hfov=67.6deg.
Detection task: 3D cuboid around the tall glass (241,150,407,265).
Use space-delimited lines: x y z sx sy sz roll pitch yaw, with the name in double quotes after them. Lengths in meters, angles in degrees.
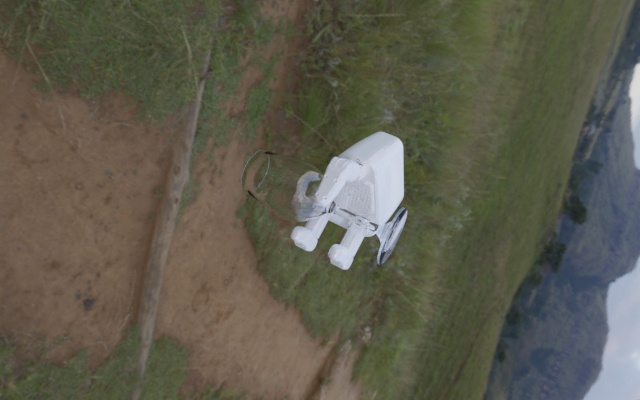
0.001 0.002 0.589 0.201 0.079 0.079 25 9 20 "tall glass"
